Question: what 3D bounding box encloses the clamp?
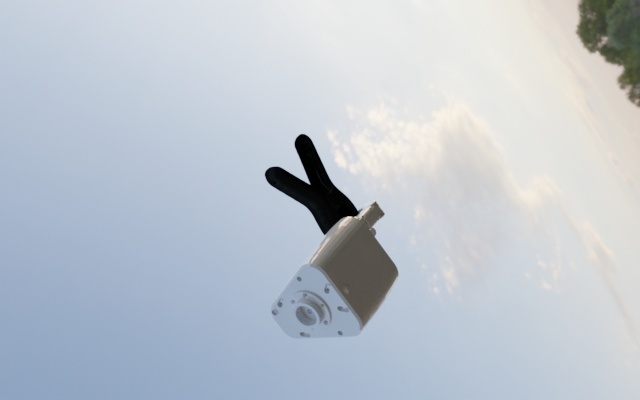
[{"bbox_3d":[0.000,0.002,0.596,0.039,0.171,0.120,-34,5,37],"label":"clamp"}]
